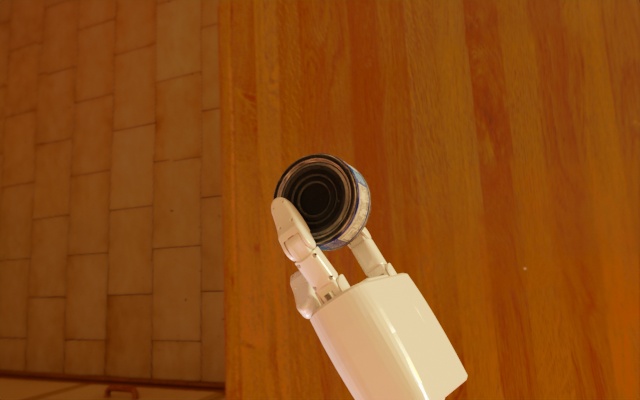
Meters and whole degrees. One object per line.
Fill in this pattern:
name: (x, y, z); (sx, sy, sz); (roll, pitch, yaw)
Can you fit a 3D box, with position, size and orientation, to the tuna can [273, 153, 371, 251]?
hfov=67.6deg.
tuna can: (0.000, 0.001, 0.432); (0.086, 0.086, 0.034); (0, -12, 27)
